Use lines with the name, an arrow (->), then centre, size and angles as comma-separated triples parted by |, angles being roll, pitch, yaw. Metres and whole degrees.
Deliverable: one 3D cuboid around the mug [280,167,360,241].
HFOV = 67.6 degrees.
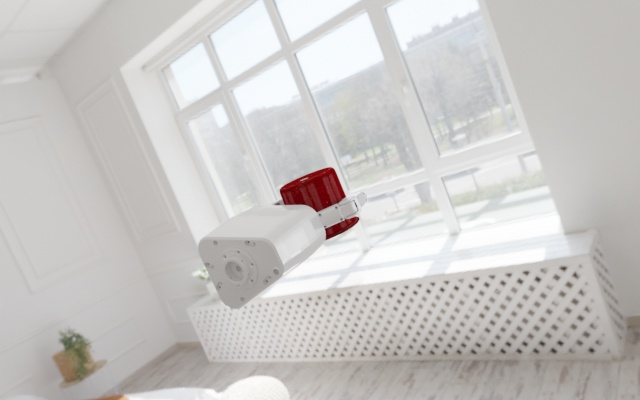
mug -> 0.001, 0.002, 0.659 | 0.093, 0.081, 0.117 | -18, 9, 28
